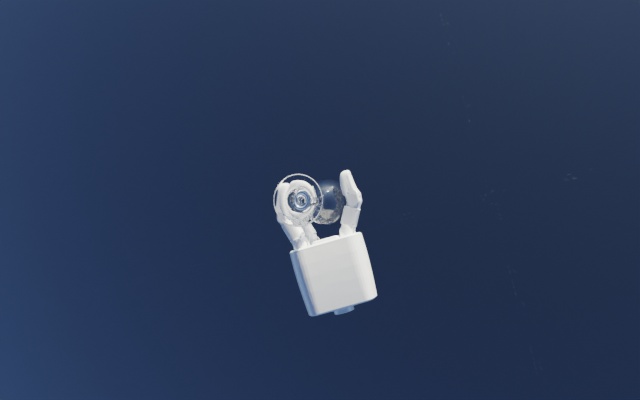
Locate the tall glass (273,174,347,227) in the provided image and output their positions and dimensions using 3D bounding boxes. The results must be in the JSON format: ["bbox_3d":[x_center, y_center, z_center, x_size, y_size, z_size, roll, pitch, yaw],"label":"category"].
[{"bbox_3d":[0.000,0.002,0.756,0.079,0.079,0.201,0,-1,19],"label":"tall glass"}]
